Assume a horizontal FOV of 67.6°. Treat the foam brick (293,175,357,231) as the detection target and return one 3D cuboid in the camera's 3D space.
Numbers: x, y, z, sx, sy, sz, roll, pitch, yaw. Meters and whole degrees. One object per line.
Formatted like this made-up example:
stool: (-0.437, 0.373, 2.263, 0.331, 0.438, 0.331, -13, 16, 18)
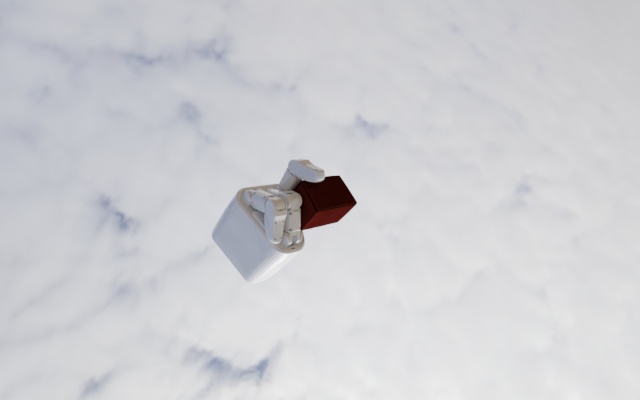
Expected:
foam brick: (0.000, 0.002, 0.675, 0.078, 0.053, 0.051, -10, -29, -42)
